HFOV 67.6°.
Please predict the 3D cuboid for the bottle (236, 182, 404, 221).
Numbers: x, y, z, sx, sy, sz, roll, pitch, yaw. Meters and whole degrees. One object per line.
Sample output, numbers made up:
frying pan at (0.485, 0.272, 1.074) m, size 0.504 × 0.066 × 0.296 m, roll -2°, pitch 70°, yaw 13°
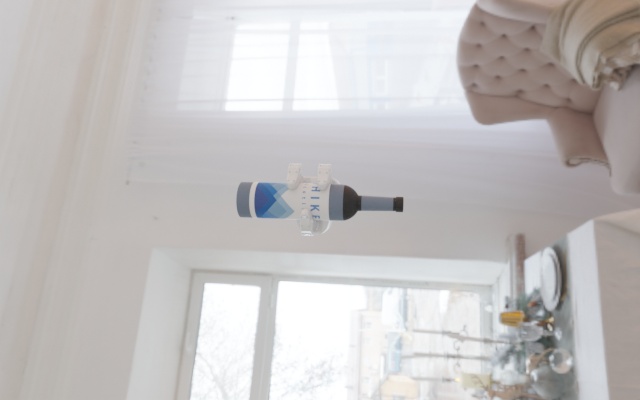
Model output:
bottle at (0.000, 0.003, 0.861) m, size 0.296 × 0.069 × 0.069 m, roll 2°, pitch 0°, yaw 8°
